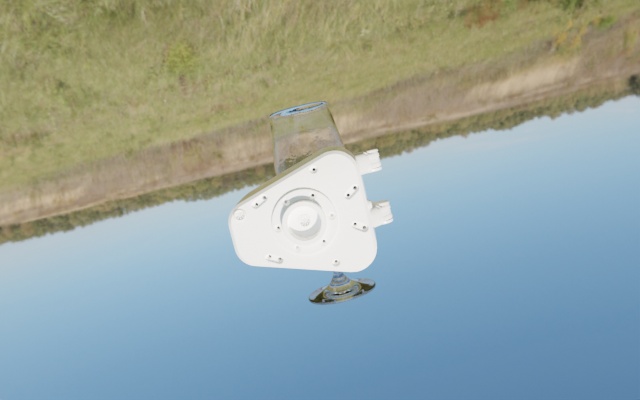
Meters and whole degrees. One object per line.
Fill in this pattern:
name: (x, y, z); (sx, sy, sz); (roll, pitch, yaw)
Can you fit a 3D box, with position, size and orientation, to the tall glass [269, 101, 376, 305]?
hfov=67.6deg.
tall glass: (0.000, 0.002, 0.503); (0.079, 0.201, 0.079); (-13, 5, 1)
